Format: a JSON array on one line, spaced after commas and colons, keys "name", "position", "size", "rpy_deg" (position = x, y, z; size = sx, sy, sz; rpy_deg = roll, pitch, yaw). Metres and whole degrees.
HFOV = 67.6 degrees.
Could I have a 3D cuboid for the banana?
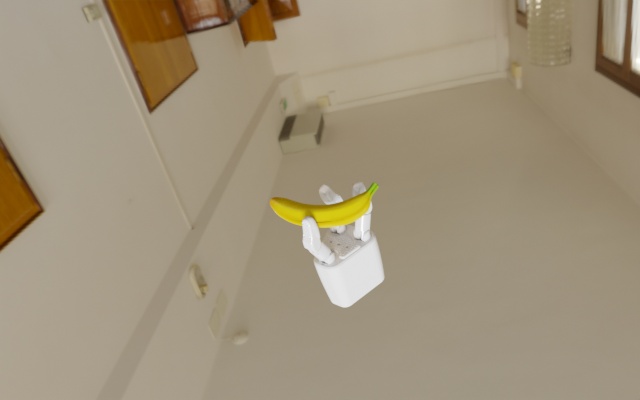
[{"name": "banana", "position": [0.000, 0.015, 0.793], "size": [0.198, 0.037, 0.069], "rpy_deg": [-6, 42, 21]}]
